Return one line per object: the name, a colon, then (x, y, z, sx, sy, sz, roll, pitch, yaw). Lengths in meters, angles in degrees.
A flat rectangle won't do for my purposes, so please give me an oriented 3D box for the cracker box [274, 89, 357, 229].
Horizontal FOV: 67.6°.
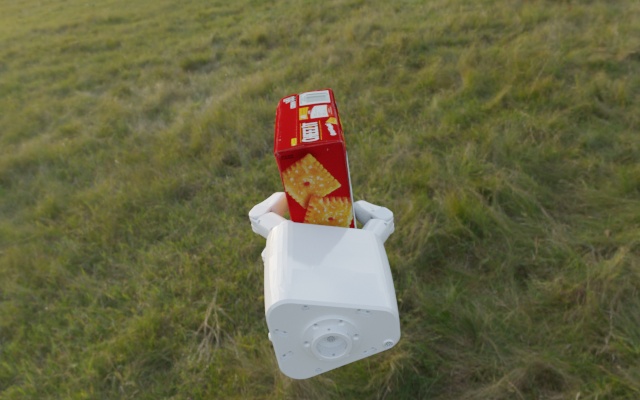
cracker box: (0.000, 0.002, 0.546, 0.072, 0.214, 0.164, -8, 30, 2)
